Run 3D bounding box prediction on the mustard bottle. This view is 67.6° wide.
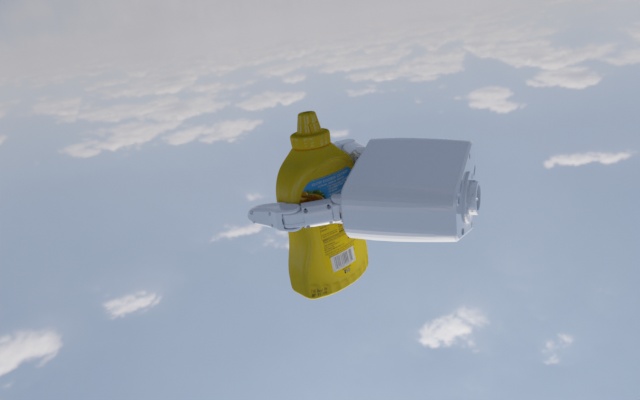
[{"bbox_3d":[0.000,0.002,0.506,0.096,0.192,0.058,-23,25,-34],"label":"mustard bottle"}]
